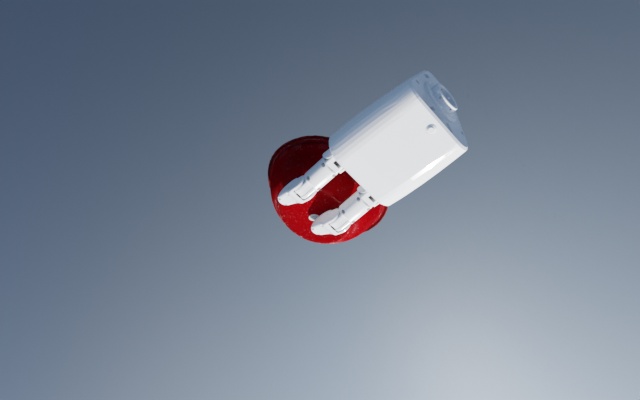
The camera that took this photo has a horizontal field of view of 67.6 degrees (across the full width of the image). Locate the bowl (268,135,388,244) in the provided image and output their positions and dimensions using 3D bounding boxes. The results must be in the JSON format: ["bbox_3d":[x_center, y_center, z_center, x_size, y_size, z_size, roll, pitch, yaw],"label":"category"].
[{"bbox_3d":[-0.001,0.003,0.591,0.162,0.162,0.055,0,40,24],"label":"bowl"}]
